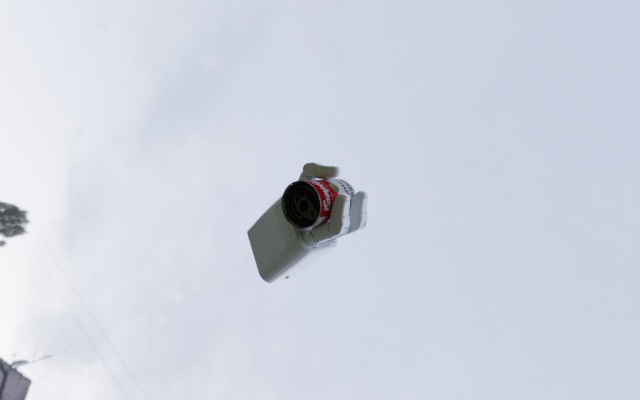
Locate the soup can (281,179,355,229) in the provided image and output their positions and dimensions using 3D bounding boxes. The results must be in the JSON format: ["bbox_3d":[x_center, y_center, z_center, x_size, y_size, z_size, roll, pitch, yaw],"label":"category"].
[{"bbox_3d":[0.001,0.002,0.707,0.068,0.068,0.102,0,4,34],"label":"soup can"}]
